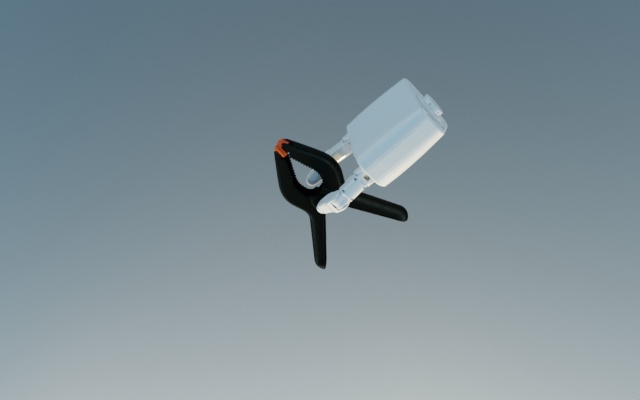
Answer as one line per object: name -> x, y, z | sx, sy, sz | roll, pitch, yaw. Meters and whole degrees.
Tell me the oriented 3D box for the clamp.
clamp -> 0.000, 0.002, 0.693 | 0.164, 0.210, 0.036 | -41, 17, 22
